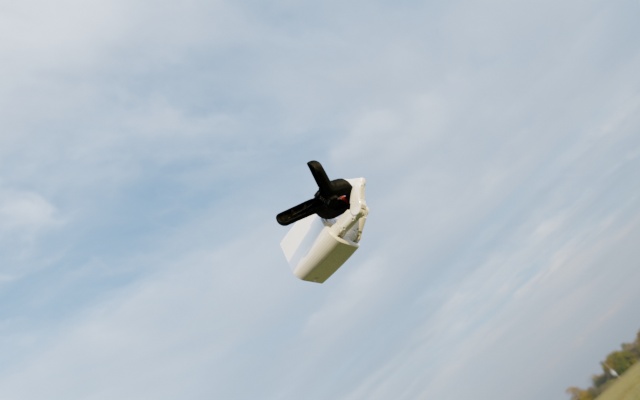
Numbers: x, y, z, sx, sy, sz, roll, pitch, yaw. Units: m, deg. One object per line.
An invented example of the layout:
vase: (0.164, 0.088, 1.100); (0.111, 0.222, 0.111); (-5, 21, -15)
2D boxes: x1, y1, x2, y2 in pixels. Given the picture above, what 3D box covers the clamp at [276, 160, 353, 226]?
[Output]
clamp: (0.000, 0.002, 0.810); (0.171, 0.120, 0.039); (23, 23, -53)
